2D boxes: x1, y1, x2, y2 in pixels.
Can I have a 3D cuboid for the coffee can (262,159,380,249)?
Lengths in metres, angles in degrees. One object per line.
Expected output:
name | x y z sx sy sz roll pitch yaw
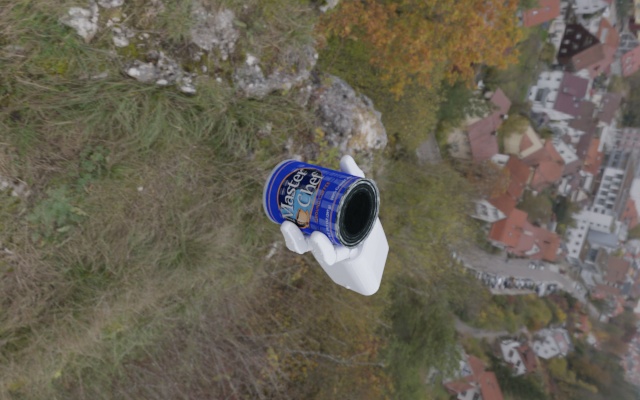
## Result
coffee can | 0.000 0.002 0.699 0.140 0.103 0.103 17 10 37
